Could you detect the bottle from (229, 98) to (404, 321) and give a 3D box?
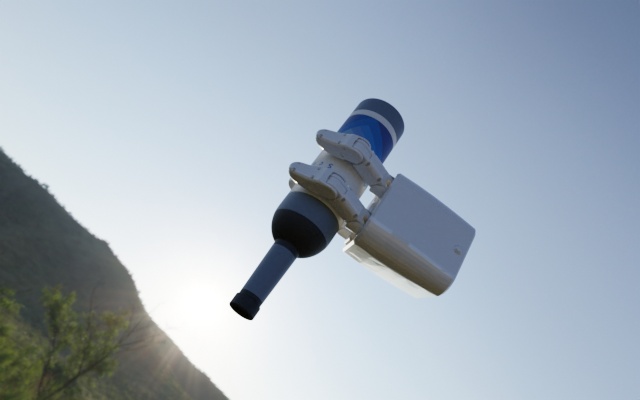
[{"bbox_3d":[0.000,0.001,0.518,0.069,0.069,0.295,0,44,44],"label":"bottle"}]
